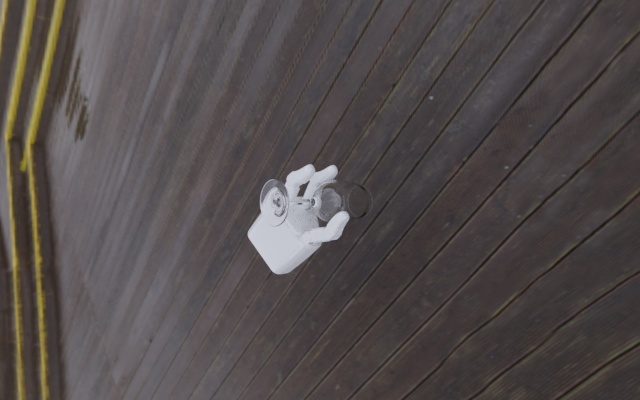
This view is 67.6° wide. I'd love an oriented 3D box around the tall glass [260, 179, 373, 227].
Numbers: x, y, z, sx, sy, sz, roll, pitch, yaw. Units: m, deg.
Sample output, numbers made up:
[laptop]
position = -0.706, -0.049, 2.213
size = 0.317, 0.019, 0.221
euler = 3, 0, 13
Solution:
[tall glass]
position = 0.000, 0.003, 0.809
size = 0.201, 0.079, 0.079
euler = -1, 1, -43
